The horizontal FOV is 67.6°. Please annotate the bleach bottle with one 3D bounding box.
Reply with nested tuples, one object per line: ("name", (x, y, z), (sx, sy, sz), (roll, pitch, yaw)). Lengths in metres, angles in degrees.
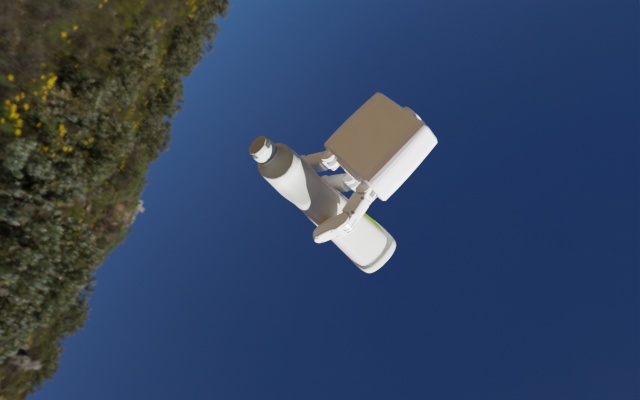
("bleach bottle", (0.000, 0.002, 0.655), (0.251, 0.068, 0.102), (42, 1, -37))
